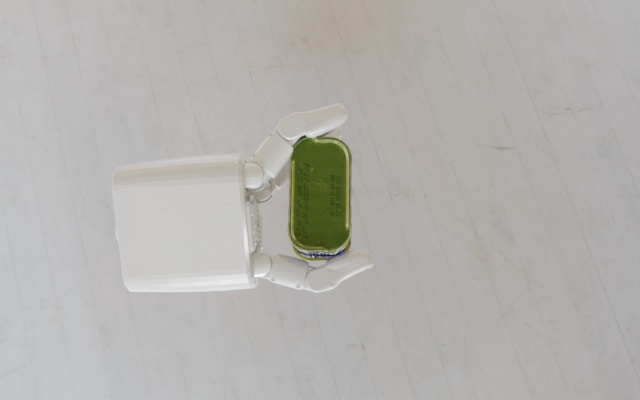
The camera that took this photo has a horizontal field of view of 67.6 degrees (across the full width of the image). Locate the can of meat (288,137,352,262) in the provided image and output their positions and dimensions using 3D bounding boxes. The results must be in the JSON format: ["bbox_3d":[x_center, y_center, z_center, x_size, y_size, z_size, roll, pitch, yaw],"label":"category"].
[{"bbox_3d":[0.000,0.001,0.425,0.057,0.102,0.084,0,-10,1],"label":"can of meat"}]
